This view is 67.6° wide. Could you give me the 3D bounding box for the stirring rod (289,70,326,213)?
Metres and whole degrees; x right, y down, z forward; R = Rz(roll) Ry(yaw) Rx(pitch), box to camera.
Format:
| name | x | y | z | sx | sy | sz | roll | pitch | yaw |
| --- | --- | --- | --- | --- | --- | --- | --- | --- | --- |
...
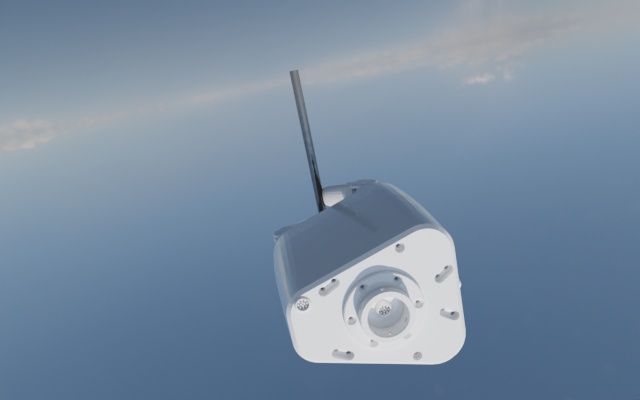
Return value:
| name | x | y | z | sx | sy | sz | roll | pitch | yaw |
| --- | --- | --- | --- | --- | --- | --- | --- | --- | --- |
| stirring rod | 0.000 | 0.001 | 0.444 | 0.011 | 0.239 | 0.011 | -11 | 15 | 3 |
